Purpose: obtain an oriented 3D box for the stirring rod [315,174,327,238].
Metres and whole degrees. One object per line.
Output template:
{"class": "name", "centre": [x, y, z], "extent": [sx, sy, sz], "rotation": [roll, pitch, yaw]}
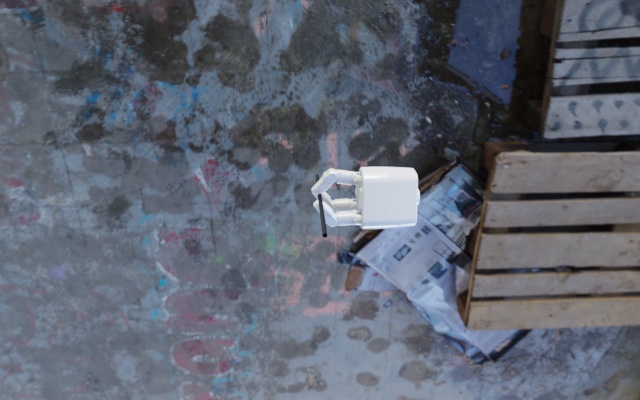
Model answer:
{"class": "stirring rod", "centre": [0.000, 0.003, 0.884], "extent": [0.011, 0.011, 0.239], "rotation": [0, 27, -4]}
